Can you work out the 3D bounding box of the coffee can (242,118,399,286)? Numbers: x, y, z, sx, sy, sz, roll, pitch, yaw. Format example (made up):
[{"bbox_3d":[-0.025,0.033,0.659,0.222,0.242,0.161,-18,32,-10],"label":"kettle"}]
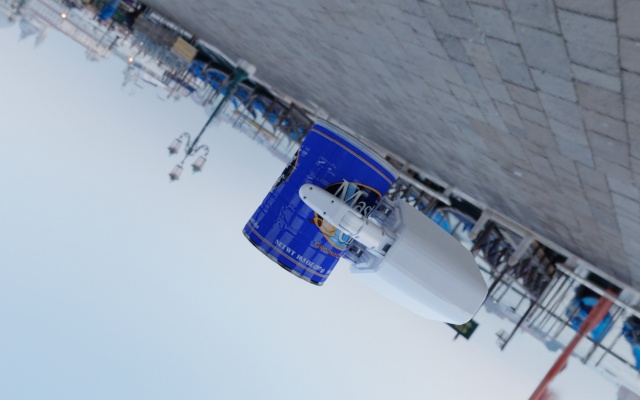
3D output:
[{"bbox_3d":[0.000,0.001,0.496,0.103,0.140,0.103,34,2,-1],"label":"coffee can"}]
